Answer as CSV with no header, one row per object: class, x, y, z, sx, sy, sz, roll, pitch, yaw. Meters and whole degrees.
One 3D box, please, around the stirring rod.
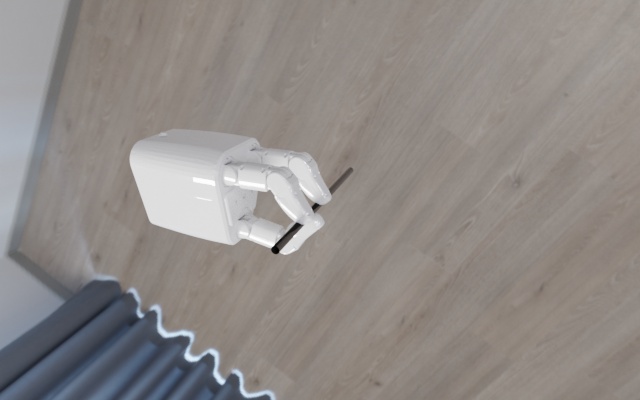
stirring rod,0.000,0.002,0.518,0.011,0.011,0.239,0,20,20
